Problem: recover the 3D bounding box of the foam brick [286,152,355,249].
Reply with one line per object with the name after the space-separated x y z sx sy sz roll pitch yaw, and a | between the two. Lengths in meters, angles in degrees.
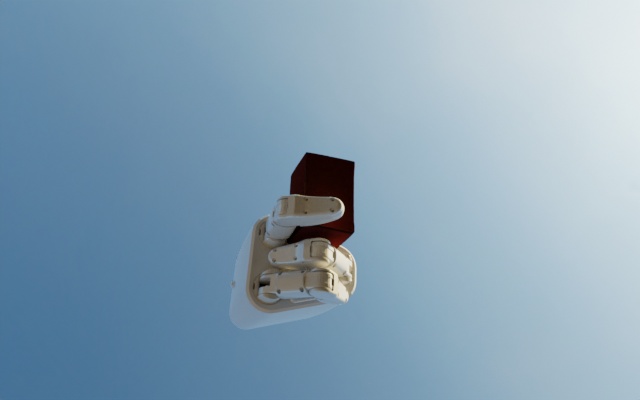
0.000 0.001 0.465 0.053 0.078 0.051 12 -28 -17 | foam brick
